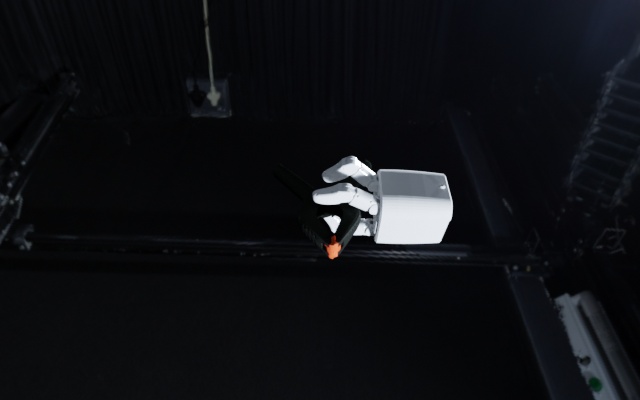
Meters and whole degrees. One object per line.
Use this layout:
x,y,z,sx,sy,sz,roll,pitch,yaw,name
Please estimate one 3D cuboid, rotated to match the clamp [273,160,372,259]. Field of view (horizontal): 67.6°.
0.000,0.003,0.736,0.164,0.036,0.209,1,41,2,clamp
